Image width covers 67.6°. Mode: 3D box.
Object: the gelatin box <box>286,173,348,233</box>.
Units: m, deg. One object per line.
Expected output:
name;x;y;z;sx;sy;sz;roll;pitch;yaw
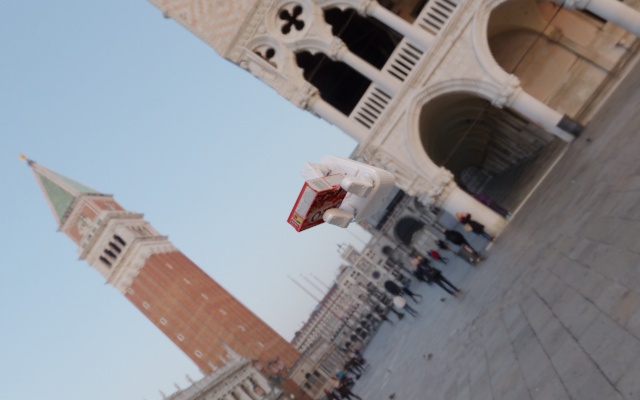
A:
gelatin box;0.000;0.002;0.692;0.030;0.073;0.089;41;31;23
